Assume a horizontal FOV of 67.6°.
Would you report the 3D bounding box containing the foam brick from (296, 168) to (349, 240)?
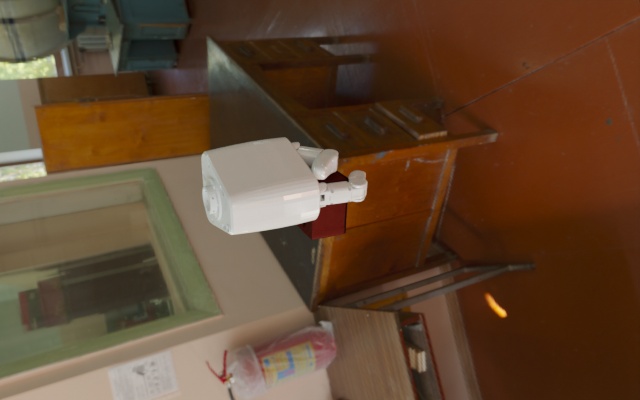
[{"bbox_3d":[0.000,0.002,0.605,0.051,0.078,0.053,-12,29,-27],"label":"foam brick"}]
